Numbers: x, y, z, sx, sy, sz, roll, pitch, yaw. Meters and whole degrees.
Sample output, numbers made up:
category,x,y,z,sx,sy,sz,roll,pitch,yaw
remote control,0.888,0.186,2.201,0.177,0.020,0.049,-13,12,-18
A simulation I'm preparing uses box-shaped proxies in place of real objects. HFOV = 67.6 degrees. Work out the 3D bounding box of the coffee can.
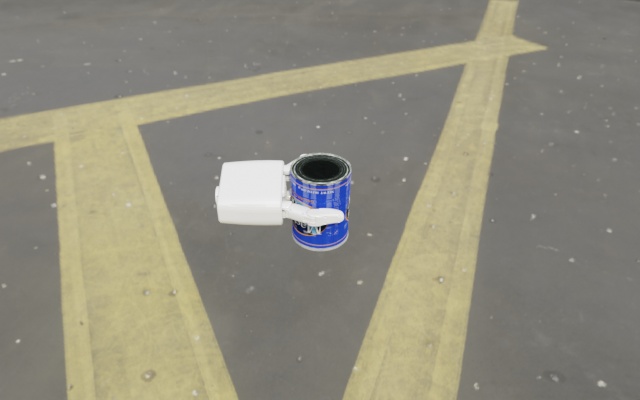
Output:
category,x,y,z,sx,sy,sz,roll,pitch,yaw
coffee can,0.000,0.003,0.831,0.103,0.140,0.102,0,35,0
